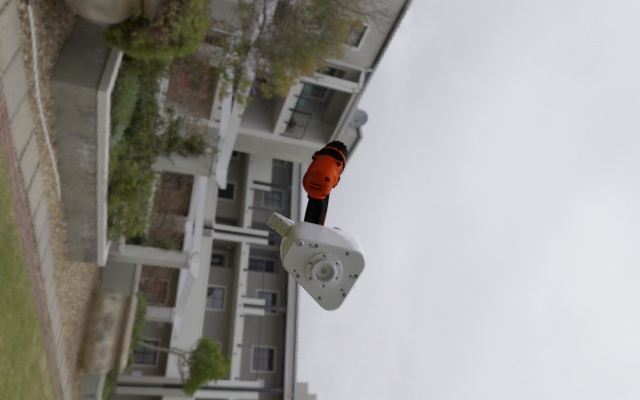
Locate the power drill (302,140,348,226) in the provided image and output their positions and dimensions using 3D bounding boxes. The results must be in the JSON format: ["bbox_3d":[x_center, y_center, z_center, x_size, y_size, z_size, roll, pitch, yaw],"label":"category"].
[{"bbox_3d":[0.000,0.003,0.801,0.057,0.188,0.184,13,26,9],"label":"power drill"}]
